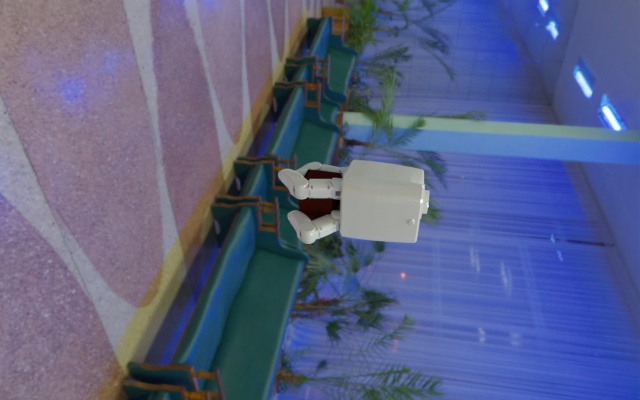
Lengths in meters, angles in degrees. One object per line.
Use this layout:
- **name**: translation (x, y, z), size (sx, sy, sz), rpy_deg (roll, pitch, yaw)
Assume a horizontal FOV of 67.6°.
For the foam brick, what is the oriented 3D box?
- **foam brick**: translation (0.000, 0.002, 0.695), size (0.051, 0.078, 0.053), rpy_deg (8, 38, 11)
